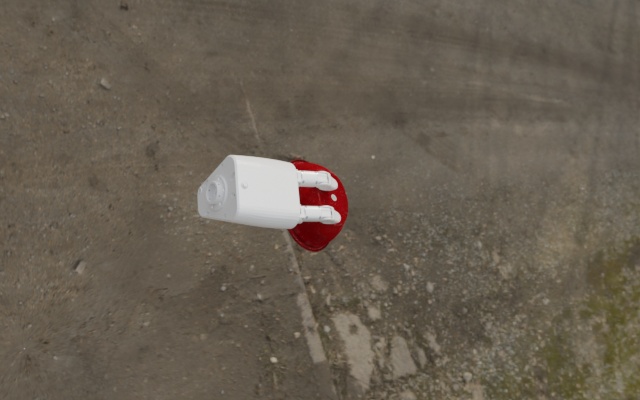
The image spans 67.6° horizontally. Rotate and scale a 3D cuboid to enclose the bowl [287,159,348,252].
[{"bbox_3d":[0.001,0.002,0.803,0.055,0.162,0.162,-15,-8,32],"label":"bowl"}]
